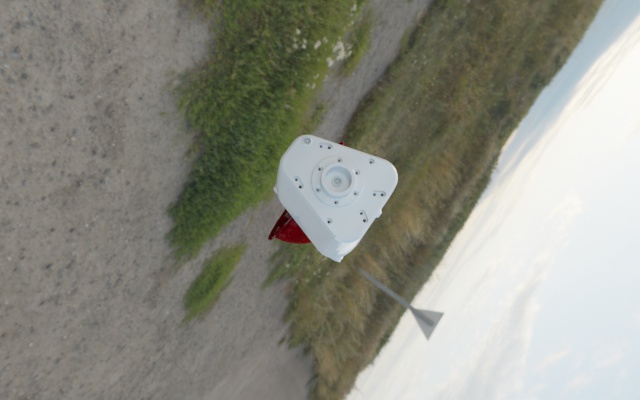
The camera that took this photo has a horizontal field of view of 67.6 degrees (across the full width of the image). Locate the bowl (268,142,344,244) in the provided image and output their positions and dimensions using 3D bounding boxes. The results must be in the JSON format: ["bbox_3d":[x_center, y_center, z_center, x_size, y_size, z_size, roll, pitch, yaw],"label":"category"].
[{"bbox_3d":[0.000,0.002,0.633,0.055,0.162,0.162,37,-6,-7],"label":"bowl"}]
